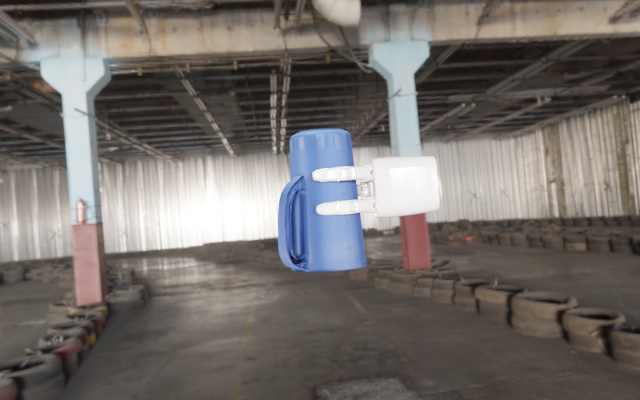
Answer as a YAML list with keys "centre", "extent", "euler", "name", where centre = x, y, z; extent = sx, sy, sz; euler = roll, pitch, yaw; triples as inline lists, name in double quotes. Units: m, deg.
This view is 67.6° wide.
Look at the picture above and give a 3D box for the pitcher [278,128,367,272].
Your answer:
- centre: [0.000, 0.003, 0.828]
  extent: [0.145, 0.243, 0.149]
  euler: [-4, -1, 0]
  name: "pitcher"
